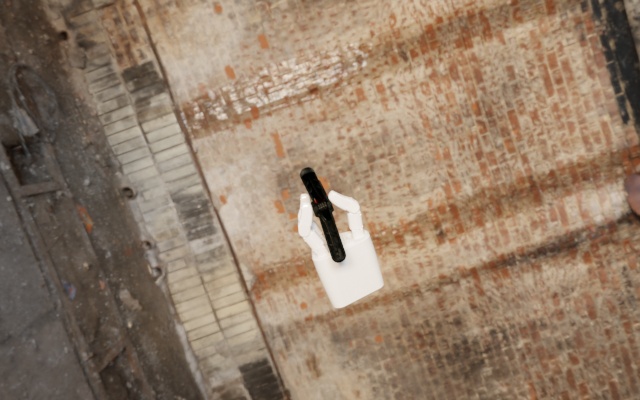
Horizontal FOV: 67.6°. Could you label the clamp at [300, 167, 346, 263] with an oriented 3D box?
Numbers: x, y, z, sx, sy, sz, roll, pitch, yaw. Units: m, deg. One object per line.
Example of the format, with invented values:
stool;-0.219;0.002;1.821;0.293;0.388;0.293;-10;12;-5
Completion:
clamp;0.001;0.003;0.854;0.036;0.164;0.210;-20;15;2
